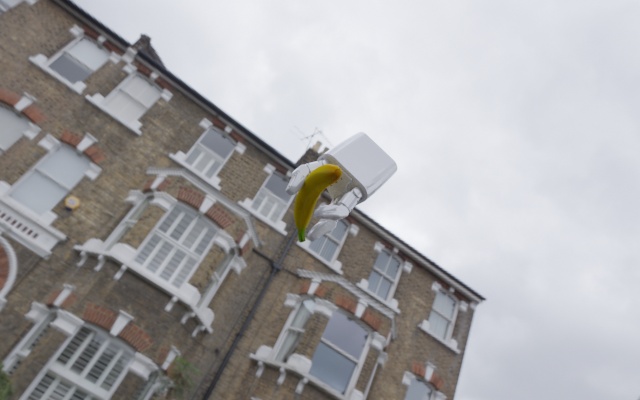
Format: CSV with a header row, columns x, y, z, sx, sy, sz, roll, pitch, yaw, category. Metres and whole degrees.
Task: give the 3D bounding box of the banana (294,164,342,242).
x,y,z,sx,sy,sz,roll,pitch,yaw,category
-0.010,-0.009,0.828,0.037,0.069,0.198,-14,-32,-31,banana
